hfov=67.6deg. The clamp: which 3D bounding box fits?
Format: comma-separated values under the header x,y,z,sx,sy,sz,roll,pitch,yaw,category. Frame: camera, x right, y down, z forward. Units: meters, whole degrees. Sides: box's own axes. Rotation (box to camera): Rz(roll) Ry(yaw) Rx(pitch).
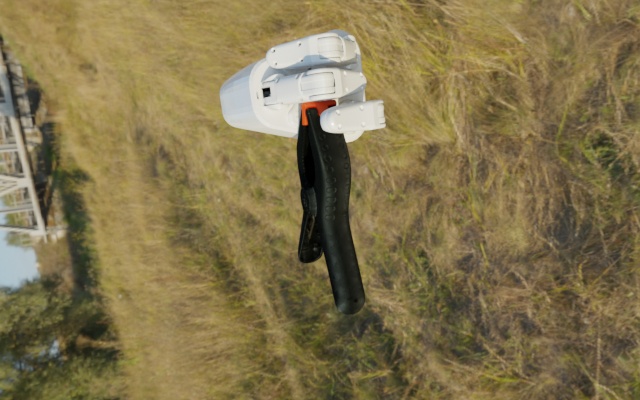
x,y,z,sx,sy,sz,roll,pitch,yaw,category
0.000,0.001,0.416,0.039,0.171,0.120,-8,10,-25,clamp
